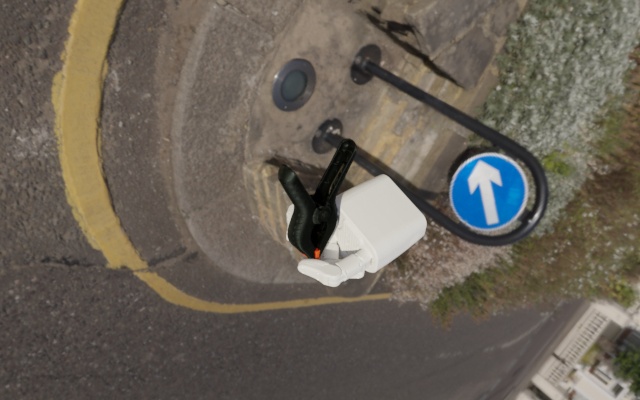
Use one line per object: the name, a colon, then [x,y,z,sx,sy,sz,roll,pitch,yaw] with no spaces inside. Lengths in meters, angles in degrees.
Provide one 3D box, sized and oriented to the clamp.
clamp: [0.000,0.002,0.610,0.120,0.172,0.039,-28,50,-27]
